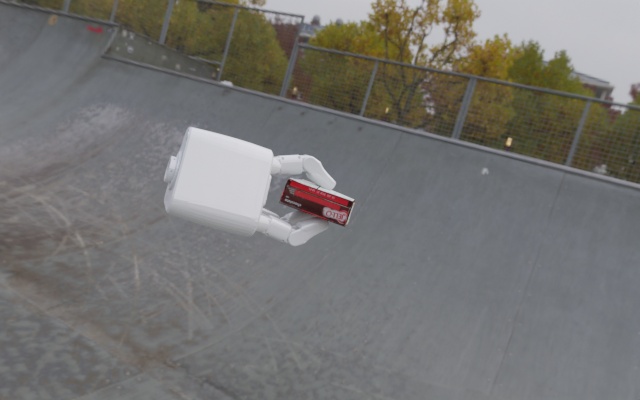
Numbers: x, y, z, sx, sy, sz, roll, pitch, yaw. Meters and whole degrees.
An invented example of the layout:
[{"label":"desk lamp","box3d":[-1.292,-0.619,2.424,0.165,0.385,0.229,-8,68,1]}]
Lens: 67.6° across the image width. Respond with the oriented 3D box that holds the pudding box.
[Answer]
[{"label":"pudding box","box3d":[0.000,0.002,0.645,0.090,0.039,0.113,21,4,5]}]
